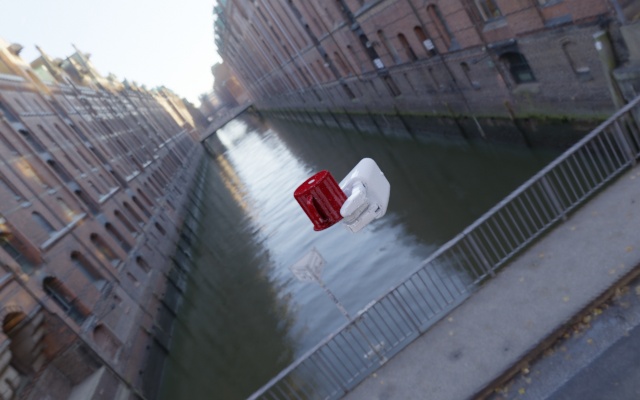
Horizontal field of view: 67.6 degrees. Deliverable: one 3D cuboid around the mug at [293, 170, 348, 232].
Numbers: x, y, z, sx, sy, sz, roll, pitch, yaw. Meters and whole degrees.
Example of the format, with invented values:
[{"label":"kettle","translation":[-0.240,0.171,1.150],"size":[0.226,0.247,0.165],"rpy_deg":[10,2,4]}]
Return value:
[{"label":"mug","translation":[0.000,0.003,0.878],"size":[0.093,0.081,0.117],"rpy_deg":[-29,16,25]}]
